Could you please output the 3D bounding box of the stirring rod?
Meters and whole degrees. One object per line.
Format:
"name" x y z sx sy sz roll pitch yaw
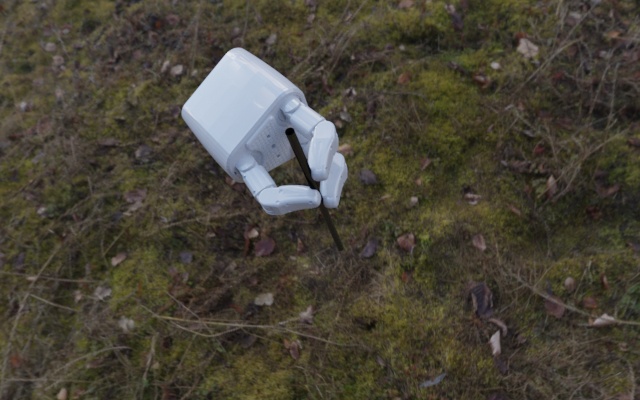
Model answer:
"stirring rod" 0.000 0.002 0.490 0.011 0.011 0.240 0 -29 14
